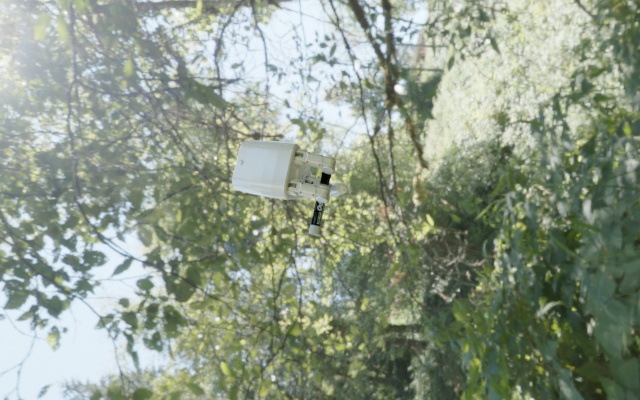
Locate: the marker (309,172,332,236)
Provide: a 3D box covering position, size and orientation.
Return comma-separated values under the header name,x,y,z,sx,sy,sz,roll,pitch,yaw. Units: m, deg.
name,x,y,z,sx,sy,sz,roll,pitch,yaw
marker,0.000,0.003,0.864,0.020,0.121,0.020,11,-11,2
